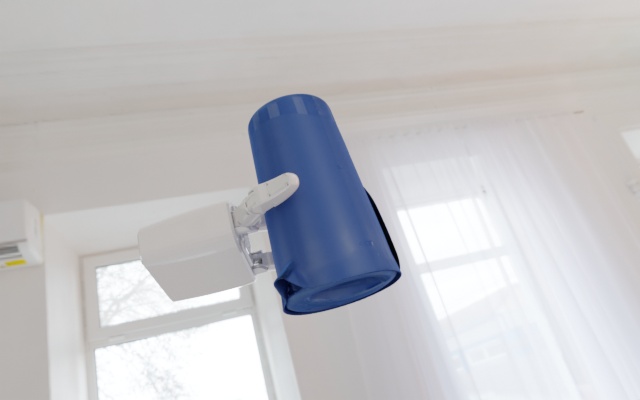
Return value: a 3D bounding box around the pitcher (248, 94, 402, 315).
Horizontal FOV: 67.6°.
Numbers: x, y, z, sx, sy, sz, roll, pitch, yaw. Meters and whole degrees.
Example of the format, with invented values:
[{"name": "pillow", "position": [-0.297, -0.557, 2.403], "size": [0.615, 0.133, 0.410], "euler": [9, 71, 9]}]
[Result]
[{"name": "pitcher", "position": [0.000, 0.002, 0.563], "size": [0.145, 0.242, 0.149], "euler": [-17, -23, -1]}]
